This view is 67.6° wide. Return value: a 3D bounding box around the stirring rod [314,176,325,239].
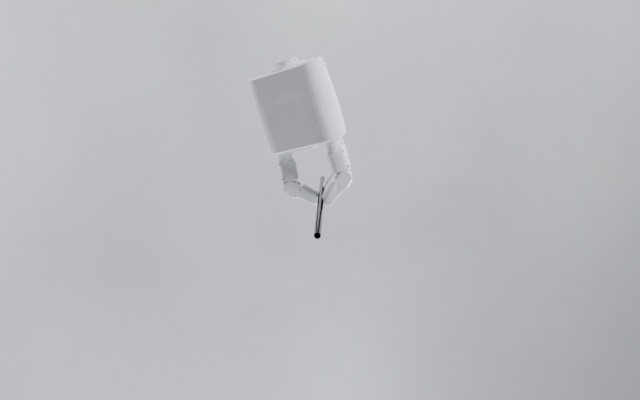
[{"bbox_3d":[0.000,0.002,0.657,0.011,0.011,0.239,0,18,2],"label":"stirring rod"}]
